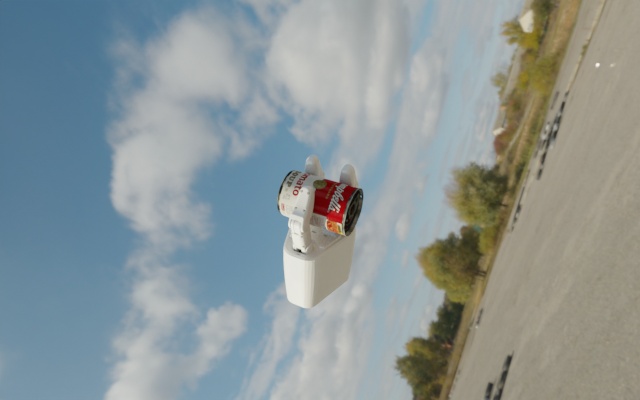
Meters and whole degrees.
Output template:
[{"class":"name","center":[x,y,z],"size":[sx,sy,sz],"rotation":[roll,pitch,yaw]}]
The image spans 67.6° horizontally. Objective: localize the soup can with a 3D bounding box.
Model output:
[{"class":"soup can","center":[0.000,0.002,0.661],"size":[0.102,0.068,0.068],"rotation":[17,6,20]}]
